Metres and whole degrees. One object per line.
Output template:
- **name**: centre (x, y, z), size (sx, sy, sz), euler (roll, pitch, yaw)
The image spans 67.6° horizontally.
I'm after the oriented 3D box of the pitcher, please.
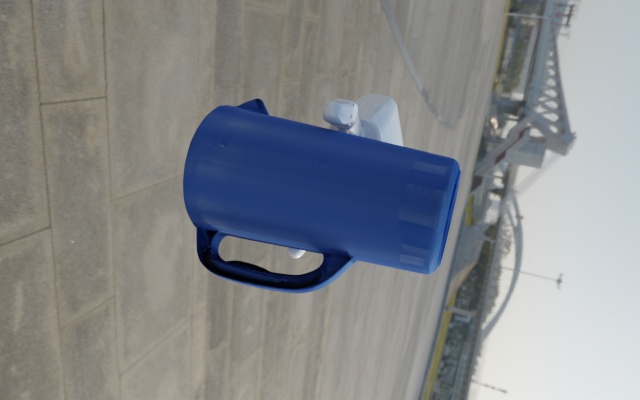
- **pitcher**: centre (0.000, 0.001, 0.460), size (0.243, 0.149, 0.145), euler (13, 29, 17)
